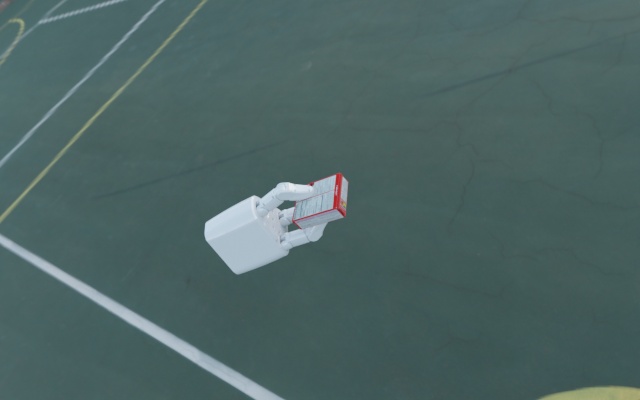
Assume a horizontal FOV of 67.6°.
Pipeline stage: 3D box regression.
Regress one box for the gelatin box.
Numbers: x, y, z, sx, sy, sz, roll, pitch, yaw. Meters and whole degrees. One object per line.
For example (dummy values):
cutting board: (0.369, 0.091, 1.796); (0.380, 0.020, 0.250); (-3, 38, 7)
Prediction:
gelatin box: (0.000, 0.002, 0.779); (0.089, 0.073, 0.030); (-19, -45, 29)
